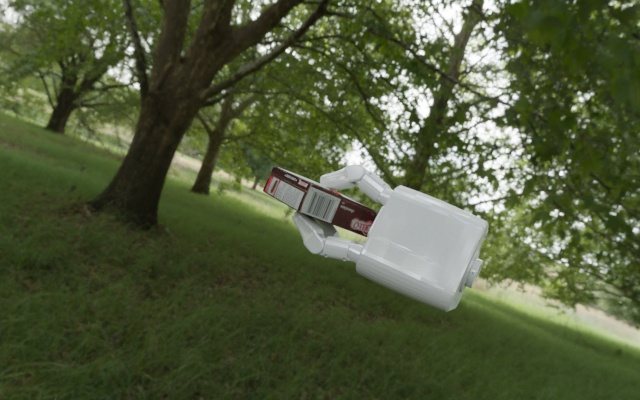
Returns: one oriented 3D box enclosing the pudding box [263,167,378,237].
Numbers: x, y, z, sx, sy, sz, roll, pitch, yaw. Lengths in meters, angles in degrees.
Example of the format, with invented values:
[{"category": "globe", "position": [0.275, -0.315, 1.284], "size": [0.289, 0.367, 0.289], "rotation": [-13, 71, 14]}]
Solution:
[{"category": "pudding box", "position": [0.000, 0.002, 0.581], "size": [0.113, 0.039, 0.090], "rotation": [24, 1, -38]}]
